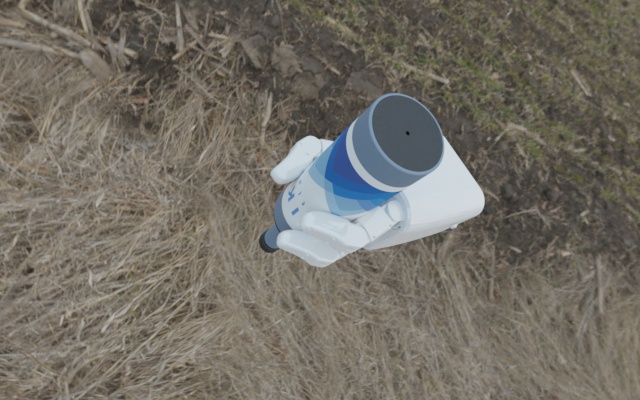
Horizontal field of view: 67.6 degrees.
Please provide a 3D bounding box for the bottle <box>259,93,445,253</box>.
[{"bbox_3d":[0.000,0.001,0.468,0.069,0.069,0.296,0,-20,-27],"label":"bottle"}]
